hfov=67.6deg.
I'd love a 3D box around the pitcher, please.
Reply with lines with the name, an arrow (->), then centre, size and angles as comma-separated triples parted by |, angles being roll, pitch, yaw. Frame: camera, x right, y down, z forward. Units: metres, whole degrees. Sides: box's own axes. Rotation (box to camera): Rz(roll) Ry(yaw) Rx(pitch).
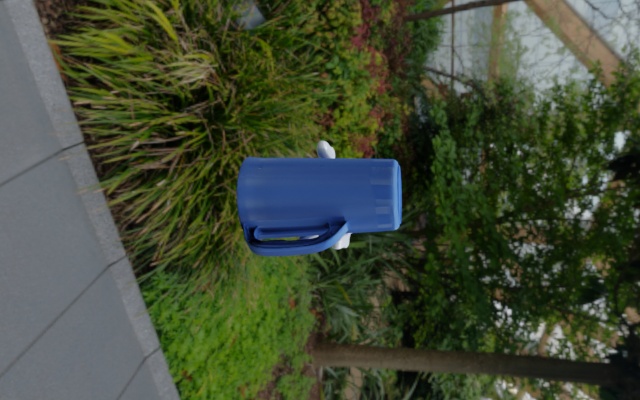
pitcher -> 0.000, 0.002, 0.737 | 0.243, 0.149, 0.145 | -1, 3, 12
